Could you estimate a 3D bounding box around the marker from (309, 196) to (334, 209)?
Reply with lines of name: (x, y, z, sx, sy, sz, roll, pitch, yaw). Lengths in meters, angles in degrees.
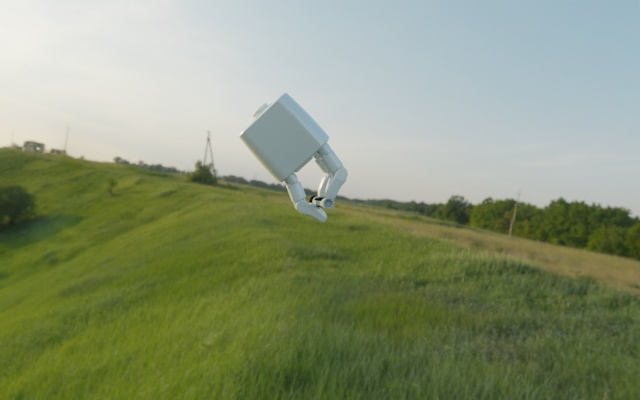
marker: (0.000, 0.003, 0.815, 0.020, 0.020, 0.121, 0, 2, -12)
